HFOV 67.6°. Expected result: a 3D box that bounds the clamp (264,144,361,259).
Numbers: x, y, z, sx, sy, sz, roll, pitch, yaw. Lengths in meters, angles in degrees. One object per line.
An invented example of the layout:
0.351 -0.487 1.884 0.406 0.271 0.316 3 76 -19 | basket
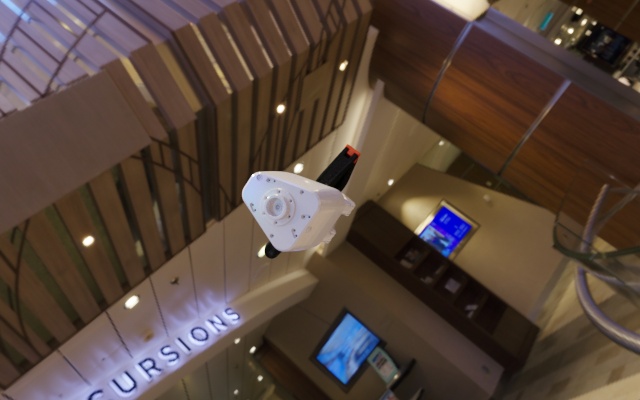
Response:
0.000 0.002 0.788 0.036 0.210 0.164 38 11 14 | clamp
